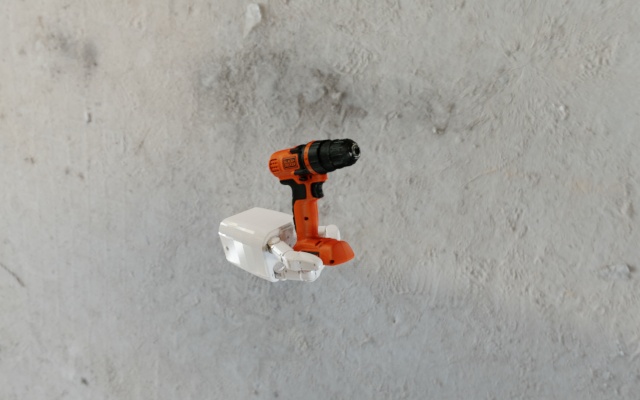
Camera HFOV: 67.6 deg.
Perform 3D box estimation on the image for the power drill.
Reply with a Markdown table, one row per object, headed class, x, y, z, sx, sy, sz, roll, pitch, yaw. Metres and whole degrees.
| class | x | y | z | sx | sy | sz | roll | pitch | yaw |
| --- | --- | --- | --- | --- | --- | --- | --- | --- | --- |
| power drill | 0.000 | 0.003 | 0.730 | 0.057 | 0.187 | 0.184 | -12 | 6 | -41 |
